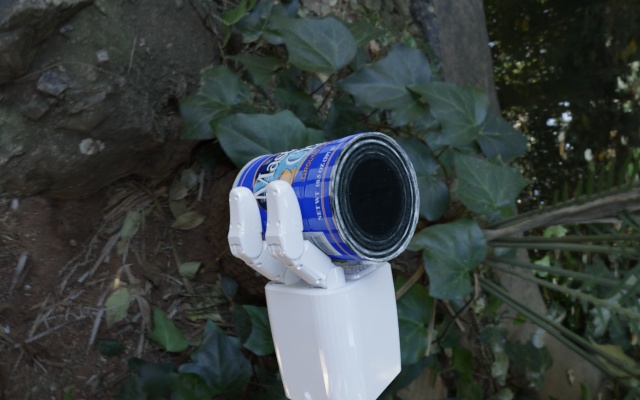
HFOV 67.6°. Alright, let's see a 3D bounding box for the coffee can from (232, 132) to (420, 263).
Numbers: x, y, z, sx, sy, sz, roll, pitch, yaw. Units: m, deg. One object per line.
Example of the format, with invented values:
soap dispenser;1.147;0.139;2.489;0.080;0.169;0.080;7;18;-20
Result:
coffee can;0.000;0.001;0.424;0.103;0.103;0.140;0;-4;-41
